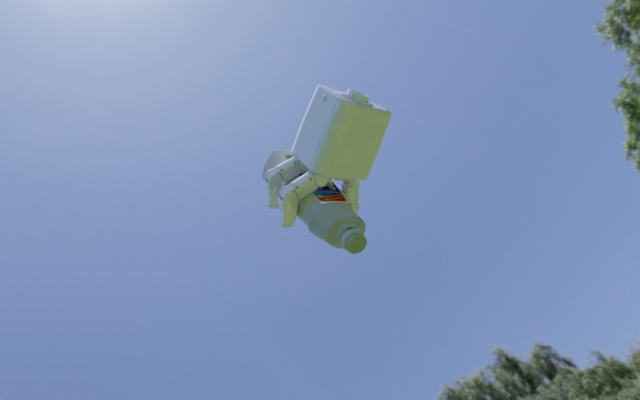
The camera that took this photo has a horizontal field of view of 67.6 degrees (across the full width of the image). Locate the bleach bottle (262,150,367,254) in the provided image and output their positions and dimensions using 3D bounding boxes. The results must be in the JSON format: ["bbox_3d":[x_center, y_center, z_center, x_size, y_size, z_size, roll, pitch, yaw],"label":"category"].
[{"bbox_3d":[0.000,0.002,0.705,0.102,0.068,0.250,11,20,-33],"label":"bleach bottle"}]
